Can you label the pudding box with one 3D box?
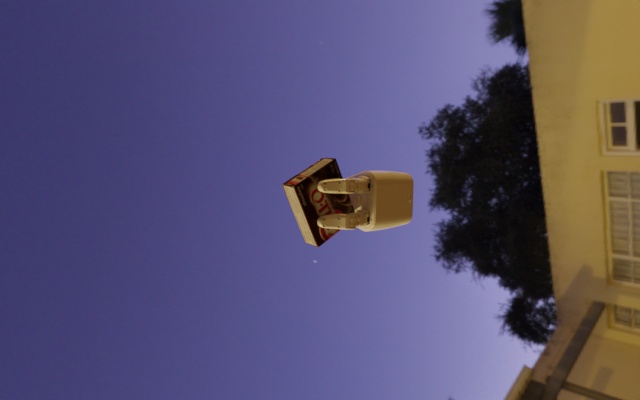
[{"bbox_3d":[0.000,0.002,0.747,0.090,0.113,0.039,-36,26,-30],"label":"pudding box"}]
